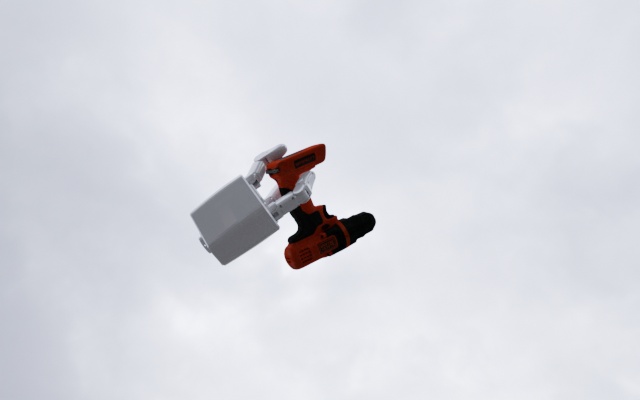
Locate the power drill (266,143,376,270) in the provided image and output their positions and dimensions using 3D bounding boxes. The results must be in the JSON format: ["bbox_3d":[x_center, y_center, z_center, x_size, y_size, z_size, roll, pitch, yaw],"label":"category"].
[{"bbox_3d":[0.000,0.002,0.810,0.184,0.188,0.057,-25,10,-29],"label":"power drill"}]
